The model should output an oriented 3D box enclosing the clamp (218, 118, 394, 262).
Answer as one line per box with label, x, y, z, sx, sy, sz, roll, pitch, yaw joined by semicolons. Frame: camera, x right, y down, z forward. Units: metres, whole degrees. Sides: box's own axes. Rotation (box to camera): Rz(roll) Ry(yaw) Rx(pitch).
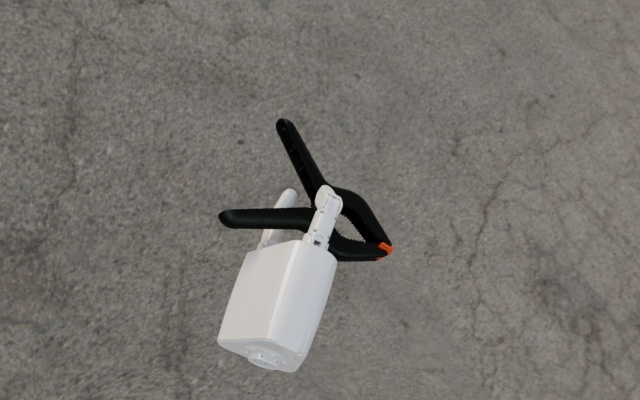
clamp;0.001;0.002;0.577;0.210;0.164;0.036;28;-31;-16
